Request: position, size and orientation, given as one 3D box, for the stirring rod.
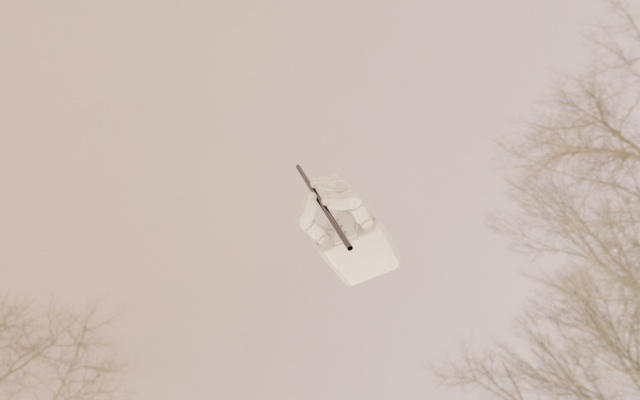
[{"bbox_3d":[0.000,0.002,0.715,0.011,0.011,0.239,0,30,-22],"label":"stirring rod"}]
